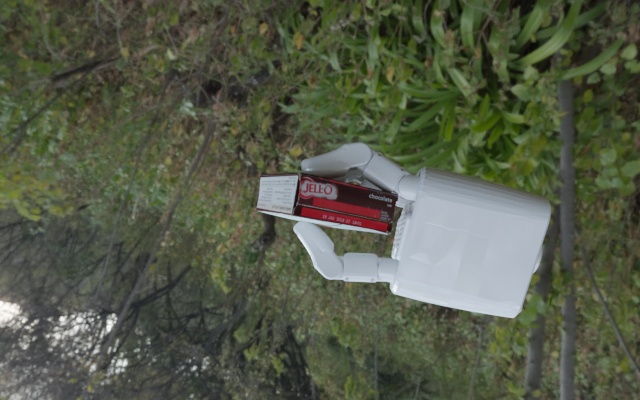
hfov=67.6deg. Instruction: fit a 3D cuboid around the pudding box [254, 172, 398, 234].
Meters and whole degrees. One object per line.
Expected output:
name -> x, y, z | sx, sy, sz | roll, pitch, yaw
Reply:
pudding box -> 0.000, 0.002, 0.421 | 0.090, 0.039, 0.113 | 13, -5, -23
